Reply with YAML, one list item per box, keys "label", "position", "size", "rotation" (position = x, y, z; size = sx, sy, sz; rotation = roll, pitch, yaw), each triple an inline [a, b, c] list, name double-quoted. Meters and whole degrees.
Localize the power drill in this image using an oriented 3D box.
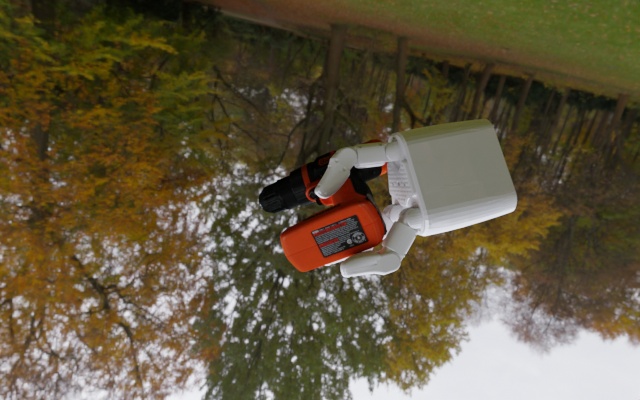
- label: "power drill"
  position: [0.000, 0.002, 0.564]
  size: [0.184, 0.057, 0.187]
  rotation: [-23, 26, 13]
